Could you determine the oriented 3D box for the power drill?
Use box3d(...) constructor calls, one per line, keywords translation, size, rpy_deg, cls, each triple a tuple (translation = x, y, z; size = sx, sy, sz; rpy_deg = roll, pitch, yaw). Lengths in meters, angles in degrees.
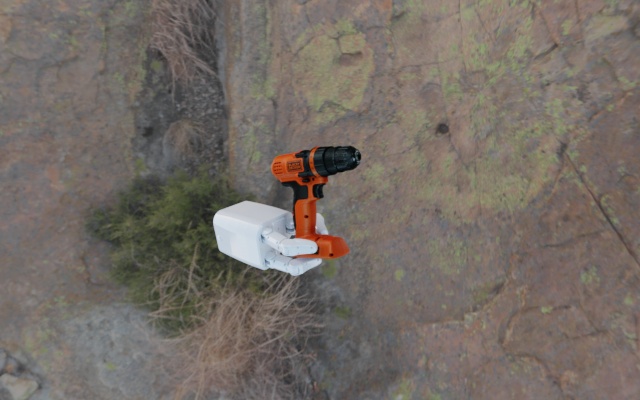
box3d(translation=(0.000, 0.003, 0.815), size=(0.184, 0.187, 0.057), rpy_deg=(-4, 4, 42), cls="power drill")
